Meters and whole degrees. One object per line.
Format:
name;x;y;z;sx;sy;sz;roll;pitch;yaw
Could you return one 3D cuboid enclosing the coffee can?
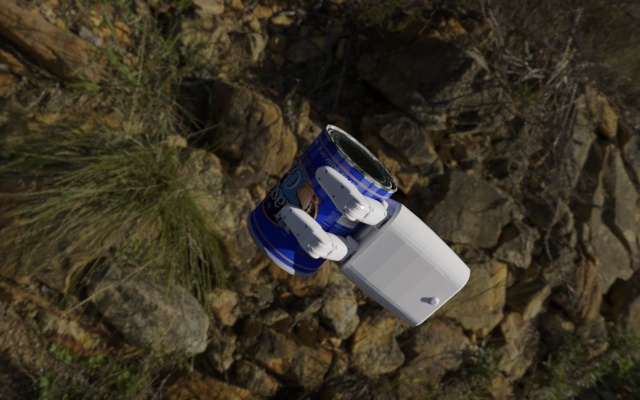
coffee can;0.000;0.002;0.534;0.140;0.102;0.103;-47;-19;19
